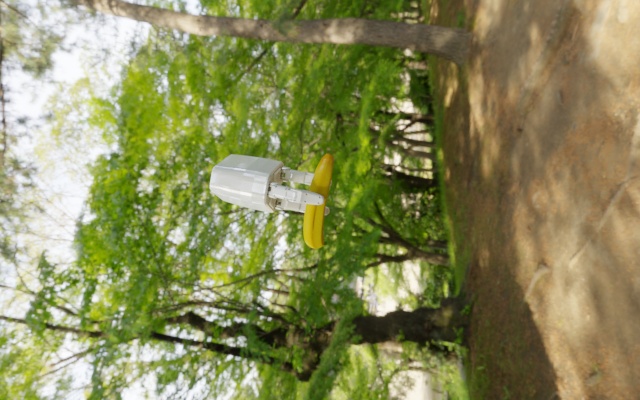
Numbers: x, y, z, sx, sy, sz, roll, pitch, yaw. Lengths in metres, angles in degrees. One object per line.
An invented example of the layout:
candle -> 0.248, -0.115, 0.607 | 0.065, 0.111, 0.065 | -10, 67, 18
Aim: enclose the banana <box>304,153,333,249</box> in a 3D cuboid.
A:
banana -> -0.005, 0.014, 0.861 | 0.037, 0.198, 0.069 | 12, 30, 12
